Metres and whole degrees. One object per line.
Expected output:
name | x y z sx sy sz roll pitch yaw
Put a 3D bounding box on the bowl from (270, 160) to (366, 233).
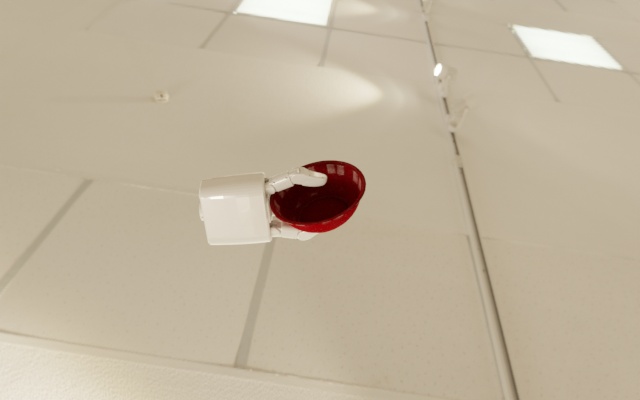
bowl | 0.002 0.003 0.792 0.162 0.055 0.162 -11 39 9
